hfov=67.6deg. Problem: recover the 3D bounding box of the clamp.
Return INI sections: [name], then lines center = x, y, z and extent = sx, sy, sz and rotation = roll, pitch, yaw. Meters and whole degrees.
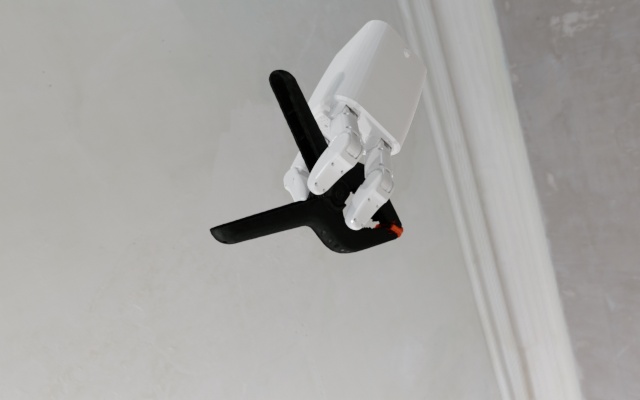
[clamp]
center = 0.000, 0.002, 0.460
extent = 0.210, 0.164, 0.036
rotation = 37, -22, -32
